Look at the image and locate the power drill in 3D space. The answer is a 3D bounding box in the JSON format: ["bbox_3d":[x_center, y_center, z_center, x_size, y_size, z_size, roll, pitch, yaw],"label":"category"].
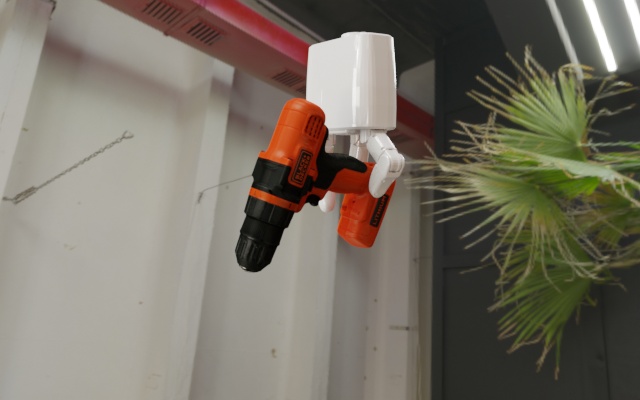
[{"bbox_3d":[0.000,0.002,0.538,0.057,0.184,0.188,22,1,41],"label":"power drill"}]
